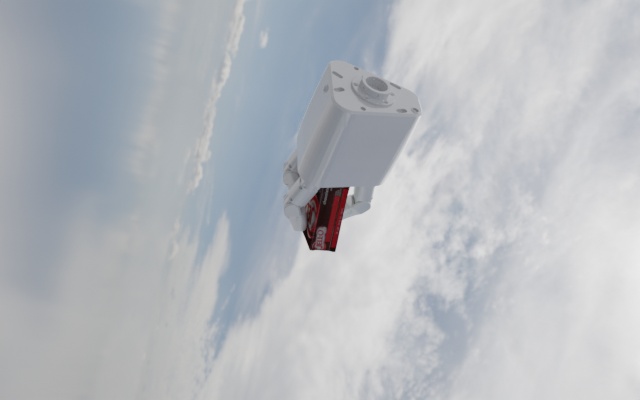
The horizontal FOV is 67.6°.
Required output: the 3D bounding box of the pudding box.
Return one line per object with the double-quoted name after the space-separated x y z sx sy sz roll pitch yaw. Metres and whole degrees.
0.000 0.002 0.612 0.039 0.090 0.113 8 18 -13 "pudding box"
